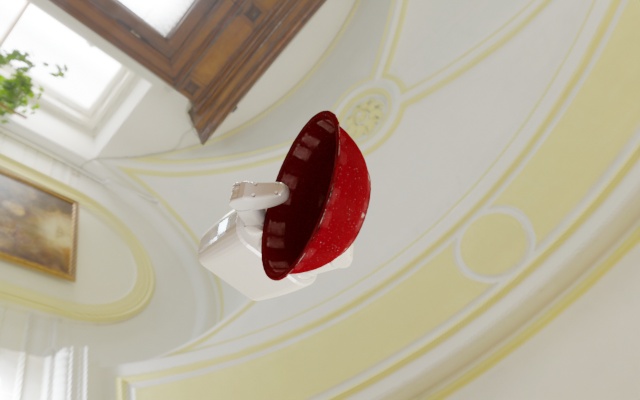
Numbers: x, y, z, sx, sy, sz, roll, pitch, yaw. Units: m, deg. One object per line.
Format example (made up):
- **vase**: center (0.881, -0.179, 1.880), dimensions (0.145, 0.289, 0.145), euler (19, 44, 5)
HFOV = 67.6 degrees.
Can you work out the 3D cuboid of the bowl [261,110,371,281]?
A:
- **bowl**: center (0.001, 0.001, 0.444), dimensions (0.055, 0.162, 0.162), euler (19, -7, -20)
